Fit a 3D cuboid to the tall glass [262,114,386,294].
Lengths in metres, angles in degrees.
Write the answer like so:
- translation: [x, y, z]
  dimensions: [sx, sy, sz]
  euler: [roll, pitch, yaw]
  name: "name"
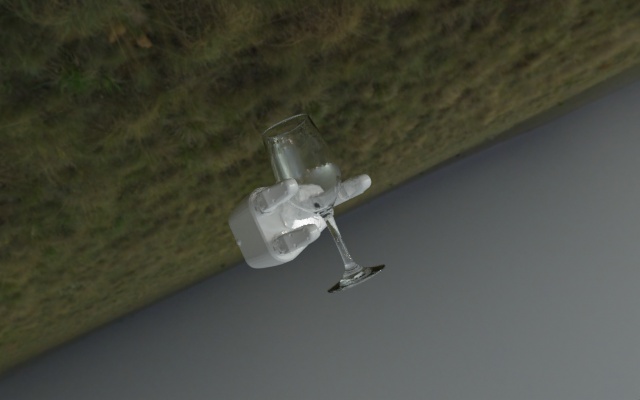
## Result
- translation: [0.000, 0.002, 0.561]
  dimensions: [0.079, 0.201, 0.079]
  euler: [-25, -2, -1]
  name: "tall glass"
